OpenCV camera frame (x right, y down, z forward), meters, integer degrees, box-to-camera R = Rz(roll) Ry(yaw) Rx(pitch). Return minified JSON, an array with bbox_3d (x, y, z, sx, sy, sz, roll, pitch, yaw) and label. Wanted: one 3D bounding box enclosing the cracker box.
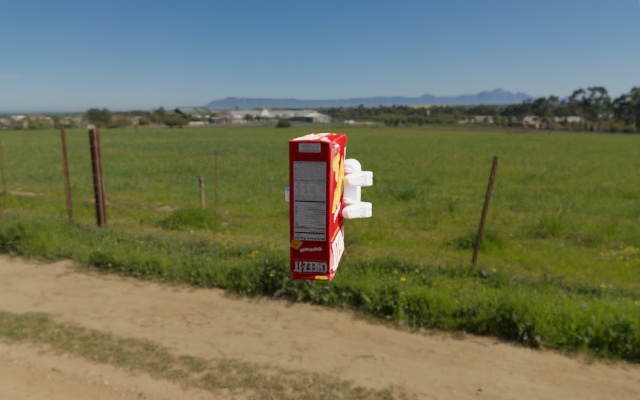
[{"bbox_3d":[0.000,0.002,0.775,0.072,0.214,0.164,2,11,10],"label":"cracker box"}]
